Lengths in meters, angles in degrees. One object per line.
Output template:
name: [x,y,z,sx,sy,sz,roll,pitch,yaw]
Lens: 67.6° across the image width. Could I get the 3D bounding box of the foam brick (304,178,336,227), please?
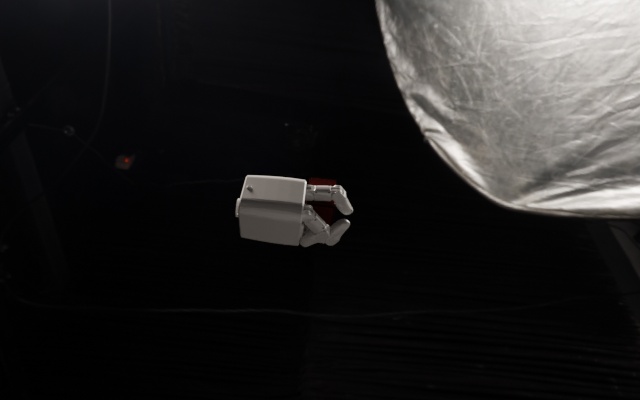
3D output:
foam brick: [0.000,0.003,0.869,0.051,0.053,0.078,6,40,-2]
